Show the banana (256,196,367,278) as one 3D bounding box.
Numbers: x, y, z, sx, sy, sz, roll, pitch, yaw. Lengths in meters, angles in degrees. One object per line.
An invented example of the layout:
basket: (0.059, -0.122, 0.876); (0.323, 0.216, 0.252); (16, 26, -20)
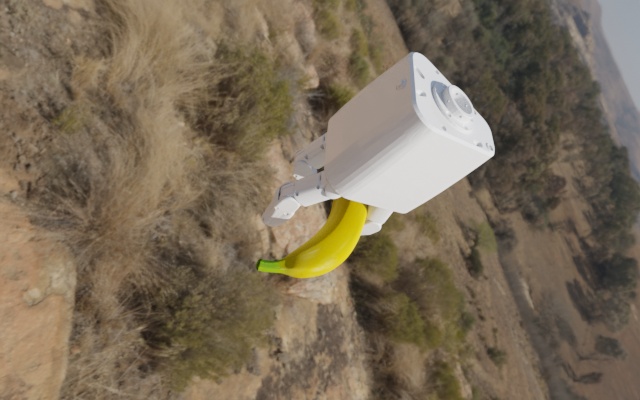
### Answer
banana: (0.014, 0.015, 0.487); (0.037, 0.069, 0.197); (-51, 3, 45)
